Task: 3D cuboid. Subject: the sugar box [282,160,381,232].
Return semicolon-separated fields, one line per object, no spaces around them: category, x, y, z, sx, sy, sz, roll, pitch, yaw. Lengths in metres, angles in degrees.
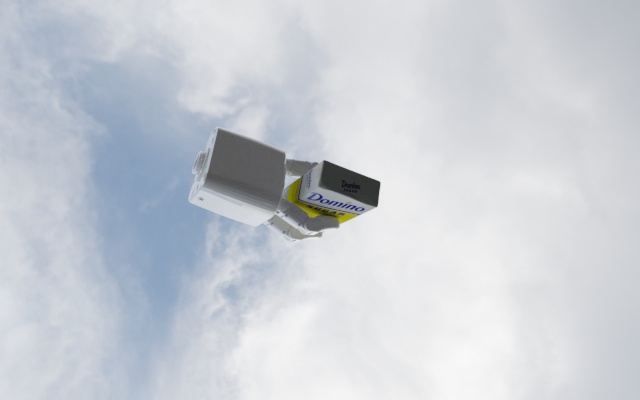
sugar box;0.000;0.003;0.695;0.093;0.048;0.176;19;-22;-22
